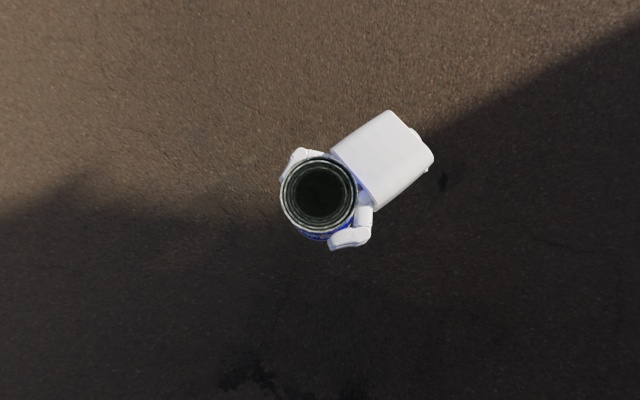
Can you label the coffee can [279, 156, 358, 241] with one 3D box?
[{"bbox_3d":[0.000,0.002,0.687,0.103,0.103,0.140,0,-9,2],"label":"coffee can"}]
